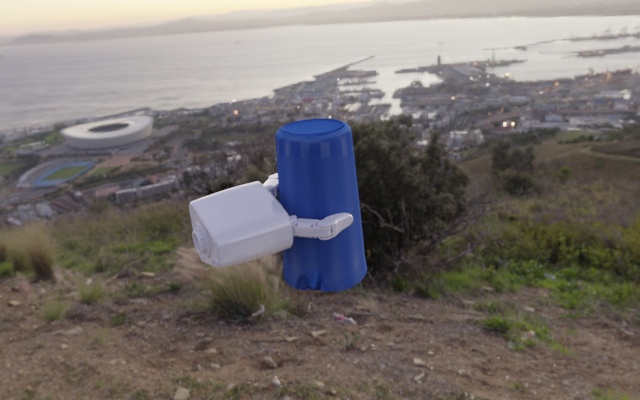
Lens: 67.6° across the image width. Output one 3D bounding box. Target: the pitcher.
[{"bbox_3d":[0.000,0.002,0.726,0.145,0.243,0.149,-17,26,-27],"label":"pitcher"}]
